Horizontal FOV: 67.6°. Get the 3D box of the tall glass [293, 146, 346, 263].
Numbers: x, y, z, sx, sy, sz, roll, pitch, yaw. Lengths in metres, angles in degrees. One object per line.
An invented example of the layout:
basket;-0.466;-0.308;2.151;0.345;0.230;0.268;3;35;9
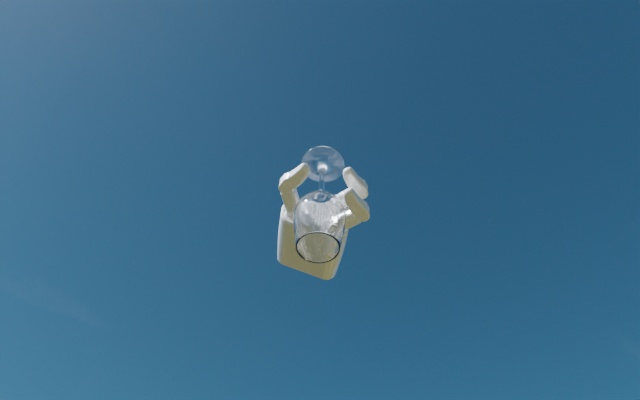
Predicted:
tall glass;0.000;0.002;0.732;0.079;0.079;0.200;0;39;3
